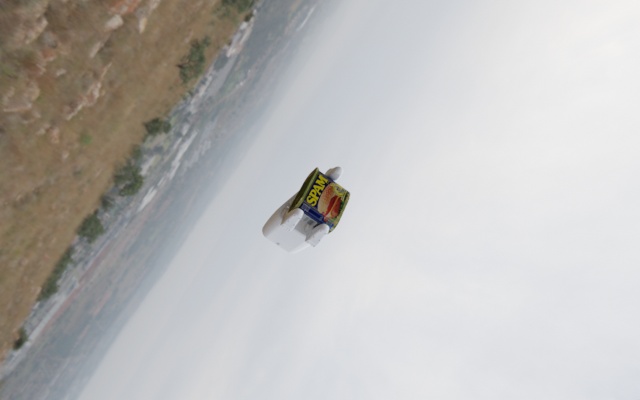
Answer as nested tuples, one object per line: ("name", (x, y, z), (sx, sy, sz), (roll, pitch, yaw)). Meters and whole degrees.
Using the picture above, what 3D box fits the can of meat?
("can of meat", (0.000, 0.003, 0.891), (0.084, 0.102, 0.057), (35, -36, -11))
